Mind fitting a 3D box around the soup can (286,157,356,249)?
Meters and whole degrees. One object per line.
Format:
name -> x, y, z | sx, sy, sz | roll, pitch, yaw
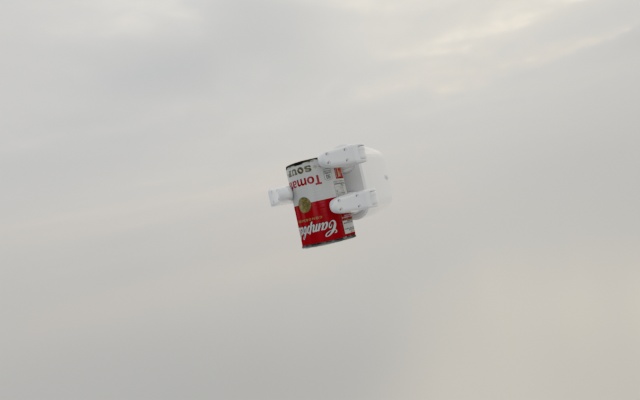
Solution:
soup can -> 0.000, 0.002, 0.583 | 0.068, 0.102, 0.068 | -12, -2, 0
